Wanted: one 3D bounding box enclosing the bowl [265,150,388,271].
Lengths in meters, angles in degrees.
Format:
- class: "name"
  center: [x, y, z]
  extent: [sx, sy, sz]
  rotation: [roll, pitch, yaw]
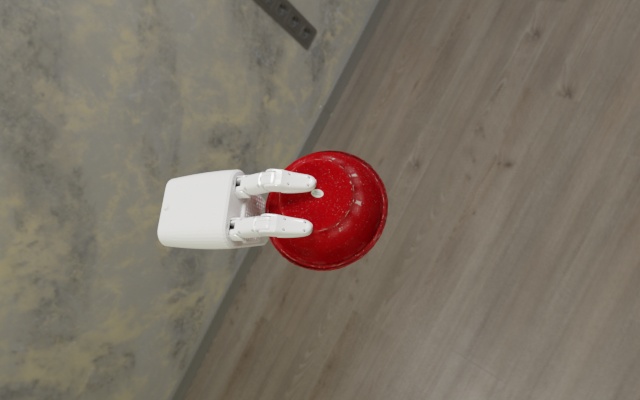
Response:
- class: "bowl"
  center: [0.001, 0.001, 0.586]
  extent: [0.162, 0.162, 0.055]
  rotation: [0, -19, 13]
